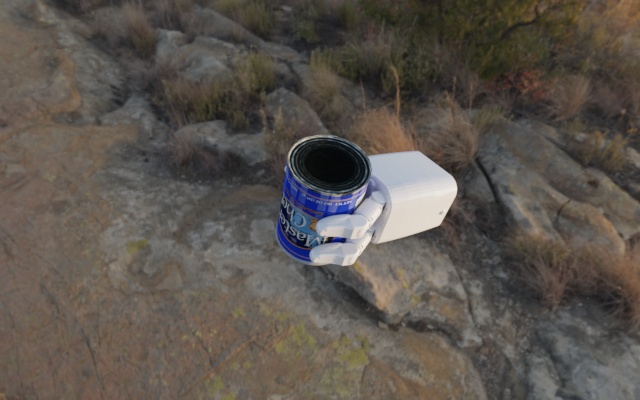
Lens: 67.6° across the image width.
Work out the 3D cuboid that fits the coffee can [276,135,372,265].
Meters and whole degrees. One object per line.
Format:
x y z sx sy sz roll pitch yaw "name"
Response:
0.000 0.002 0.613 0.103 0.102 0.140 0 -42 -13 "coffee can"
